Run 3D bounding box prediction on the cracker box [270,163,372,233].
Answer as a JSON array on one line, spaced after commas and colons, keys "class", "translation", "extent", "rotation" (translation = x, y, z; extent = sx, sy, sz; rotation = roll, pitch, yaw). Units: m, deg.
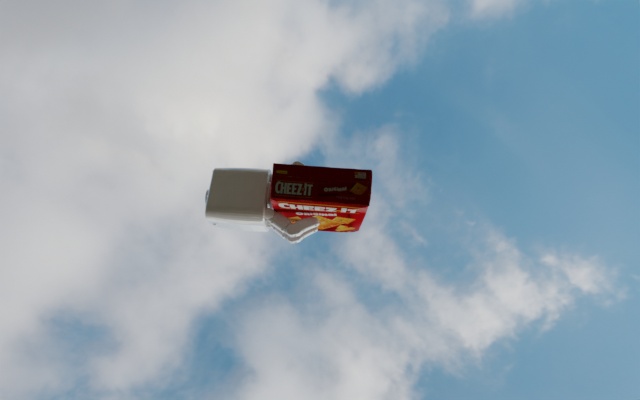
[{"class": "cracker box", "translation": [0.000, 0.003, 0.868], "extent": [0.164, 0.072, 0.214], "rotation": [4, -15, 1]}]
